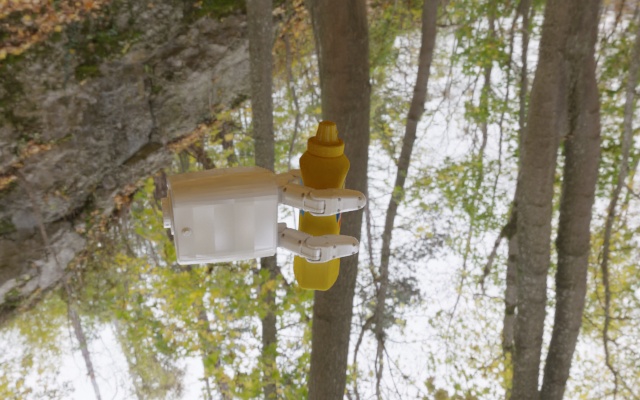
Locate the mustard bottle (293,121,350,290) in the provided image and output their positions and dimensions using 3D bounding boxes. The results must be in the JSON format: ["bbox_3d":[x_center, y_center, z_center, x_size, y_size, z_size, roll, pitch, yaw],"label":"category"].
[{"bbox_3d":[0.000,0.002,0.558,0.058,0.192,0.096,5,25,1],"label":"mustard bottle"}]
